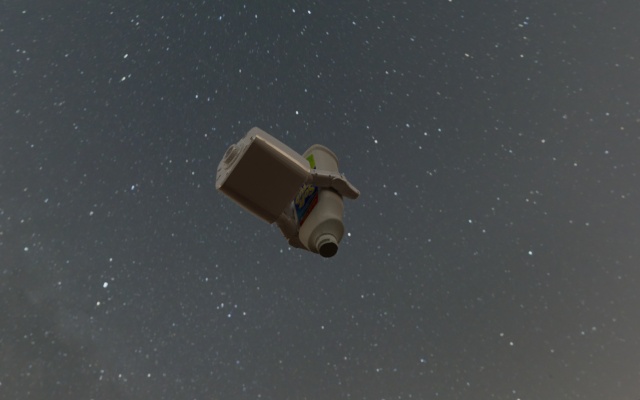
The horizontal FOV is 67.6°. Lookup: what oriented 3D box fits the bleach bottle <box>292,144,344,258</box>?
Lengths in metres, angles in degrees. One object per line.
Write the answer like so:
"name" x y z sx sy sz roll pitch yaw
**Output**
"bleach bottle" 0.000 0.003 0.796 0.068 0.102 0.250 35 20 -25
